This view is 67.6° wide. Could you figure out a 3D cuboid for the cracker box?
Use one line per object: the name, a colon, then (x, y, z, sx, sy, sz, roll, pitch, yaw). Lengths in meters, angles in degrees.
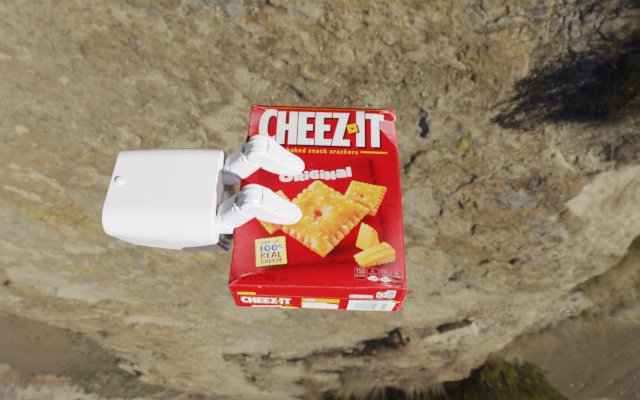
cracker box: (0.000, 0.002, 0.499, 0.164, 0.213, 0.072, 2, -30, -1)
